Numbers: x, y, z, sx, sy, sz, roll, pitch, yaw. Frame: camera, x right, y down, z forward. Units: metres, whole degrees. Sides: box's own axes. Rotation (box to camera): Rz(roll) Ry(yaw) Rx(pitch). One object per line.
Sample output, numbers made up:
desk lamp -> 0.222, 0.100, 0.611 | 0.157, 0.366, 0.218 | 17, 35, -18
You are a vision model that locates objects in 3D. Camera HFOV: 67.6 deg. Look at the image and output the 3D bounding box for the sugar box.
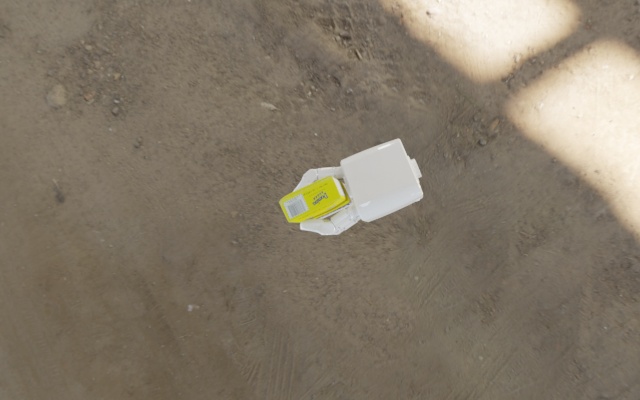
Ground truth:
sugar box -> 0.000, 0.003, 0.814 | 0.093, 0.048, 0.176 | -25, -10, 10
